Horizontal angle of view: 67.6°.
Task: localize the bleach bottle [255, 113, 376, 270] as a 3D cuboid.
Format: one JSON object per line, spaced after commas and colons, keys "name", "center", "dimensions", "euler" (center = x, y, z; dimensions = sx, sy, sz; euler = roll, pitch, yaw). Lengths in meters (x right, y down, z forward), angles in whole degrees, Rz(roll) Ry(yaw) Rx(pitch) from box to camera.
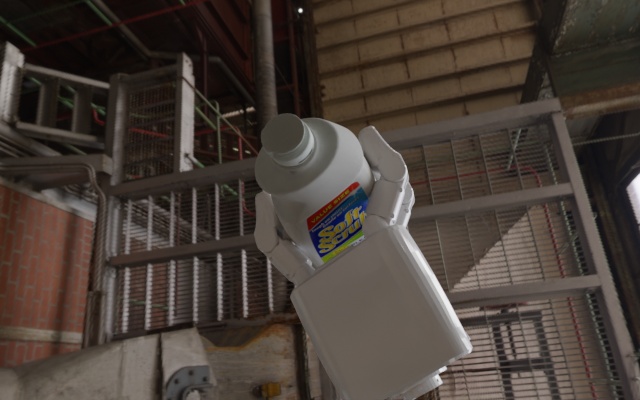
{"name": "bleach bottle", "center": [0.000, 0.001, 0.412], "dimensions": [0.102, 0.068, 0.251], "euler": [-30, -23, 4]}
